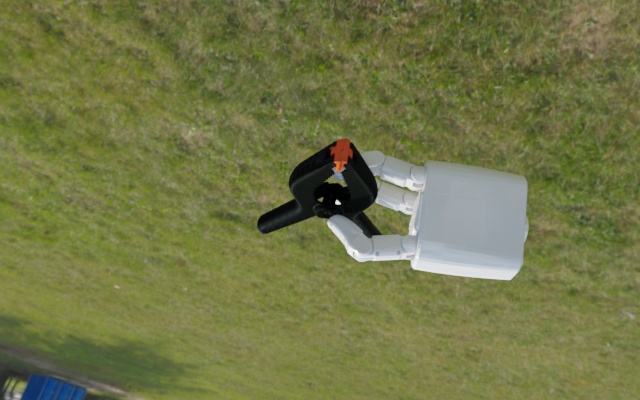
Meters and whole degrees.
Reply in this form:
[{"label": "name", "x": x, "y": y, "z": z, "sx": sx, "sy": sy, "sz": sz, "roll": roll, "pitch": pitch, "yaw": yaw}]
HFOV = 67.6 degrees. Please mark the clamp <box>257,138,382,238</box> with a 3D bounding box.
[{"label": "clamp", "x": 0.000, "y": 0.002, "z": 0.536, "sx": 0.164, "sy": 0.036, "sz": 0.210, "roll": 6, "pitch": -29, "yaw": 4}]
